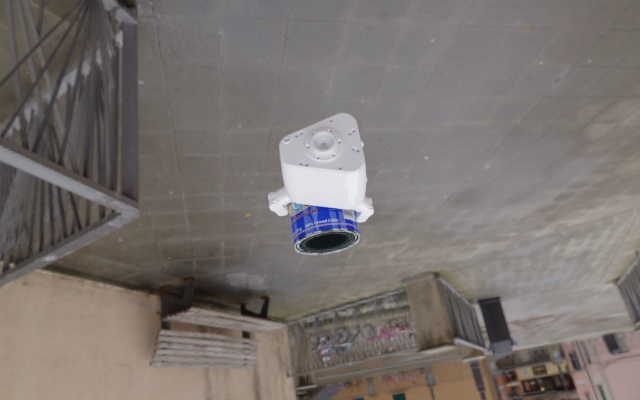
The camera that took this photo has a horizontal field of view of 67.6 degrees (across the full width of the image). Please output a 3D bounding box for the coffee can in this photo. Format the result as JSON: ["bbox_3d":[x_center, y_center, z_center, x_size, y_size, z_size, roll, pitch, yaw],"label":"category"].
[{"bbox_3d":[0.000,0.002,0.749,0.103,0.140,0.103,-8,-24,-4],"label":"coffee can"}]
